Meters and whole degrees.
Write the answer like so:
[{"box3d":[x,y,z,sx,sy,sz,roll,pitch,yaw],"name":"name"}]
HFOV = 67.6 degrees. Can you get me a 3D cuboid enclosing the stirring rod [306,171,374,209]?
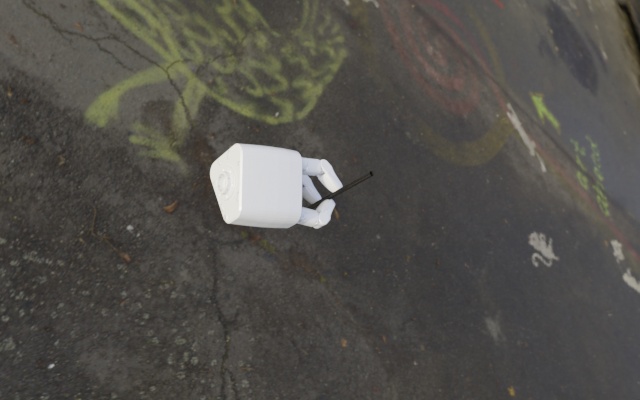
[{"box3d":[0.000,0.003,0.792,0.011,0.011,0.239,0,-21,-42],"name":"stirring rod"}]
